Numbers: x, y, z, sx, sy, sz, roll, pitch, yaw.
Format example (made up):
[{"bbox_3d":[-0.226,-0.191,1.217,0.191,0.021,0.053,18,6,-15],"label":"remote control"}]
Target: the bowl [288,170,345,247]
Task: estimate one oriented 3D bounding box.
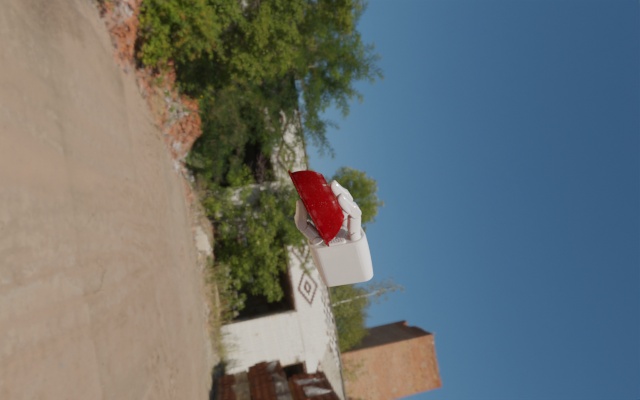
[{"bbox_3d":[0.000,0.002,0.889,0.055,0.162,0.162,-28,-1,1],"label":"bowl"}]
